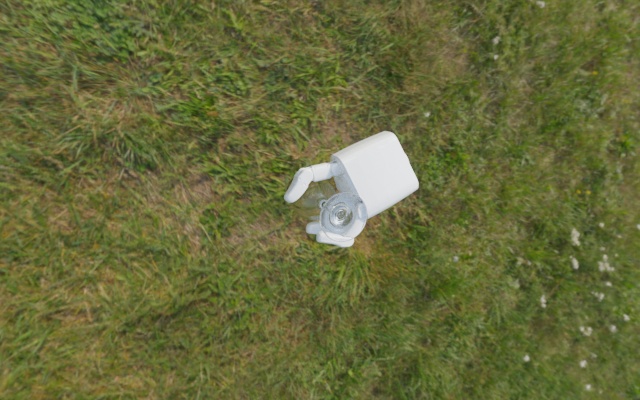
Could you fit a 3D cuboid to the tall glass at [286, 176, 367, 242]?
[{"bbox_3d":[0.000,0.003,0.774,0.079,0.079,0.201,0,12,-21],"label":"tall glass"}]
